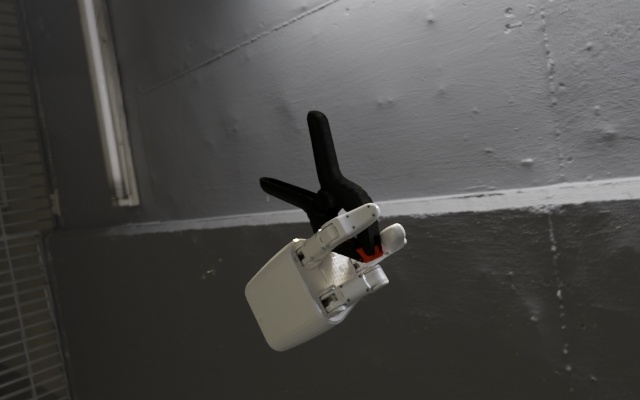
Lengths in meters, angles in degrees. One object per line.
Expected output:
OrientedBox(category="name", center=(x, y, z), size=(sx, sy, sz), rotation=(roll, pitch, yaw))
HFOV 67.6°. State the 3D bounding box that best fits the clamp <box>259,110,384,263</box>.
OrientedBox(category="clamp", center=(0.001, 0.002, 0.526), size=(0.039, 0.171, 0.120), rotation=(-12, -23, -47))
